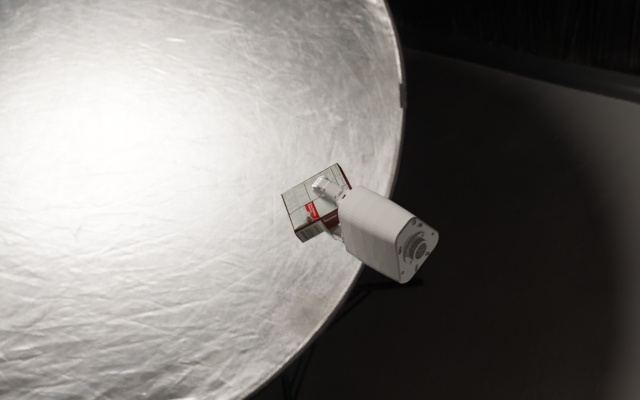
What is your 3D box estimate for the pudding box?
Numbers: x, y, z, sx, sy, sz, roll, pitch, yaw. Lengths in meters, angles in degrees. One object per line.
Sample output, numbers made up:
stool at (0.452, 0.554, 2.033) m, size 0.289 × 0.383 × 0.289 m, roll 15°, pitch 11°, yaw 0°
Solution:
pudding box at (0.000, 0.002, 0.771) m, size 0.113 × 0.090 × 0.039 m, roll -27°, pitch -41°, yaw 5°
